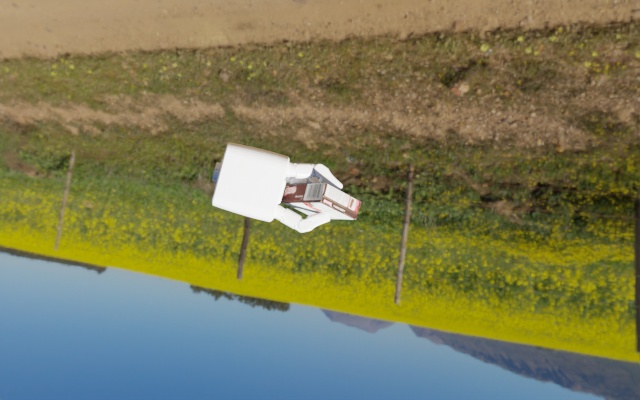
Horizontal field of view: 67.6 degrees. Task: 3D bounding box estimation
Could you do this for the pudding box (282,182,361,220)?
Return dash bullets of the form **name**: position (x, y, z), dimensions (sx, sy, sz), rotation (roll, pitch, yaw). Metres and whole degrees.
- **pudding box**: position (0.000, 0.003, 0.842), dimensions (0.090, 0.039, 0.113), rotation (26, -16, -37)
